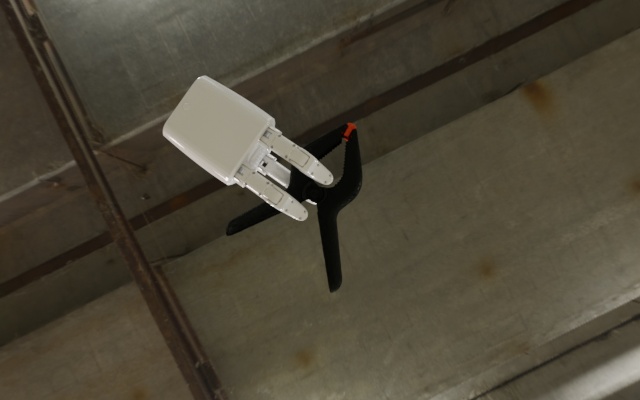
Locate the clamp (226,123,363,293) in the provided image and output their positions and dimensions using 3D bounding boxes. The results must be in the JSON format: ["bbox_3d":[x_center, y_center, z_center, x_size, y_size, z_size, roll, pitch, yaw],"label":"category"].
[{"bbox_3d":[0.000,0.001,0.616,0.164,0.210,0.036,35,-1,4],"label":"clamp"}]
